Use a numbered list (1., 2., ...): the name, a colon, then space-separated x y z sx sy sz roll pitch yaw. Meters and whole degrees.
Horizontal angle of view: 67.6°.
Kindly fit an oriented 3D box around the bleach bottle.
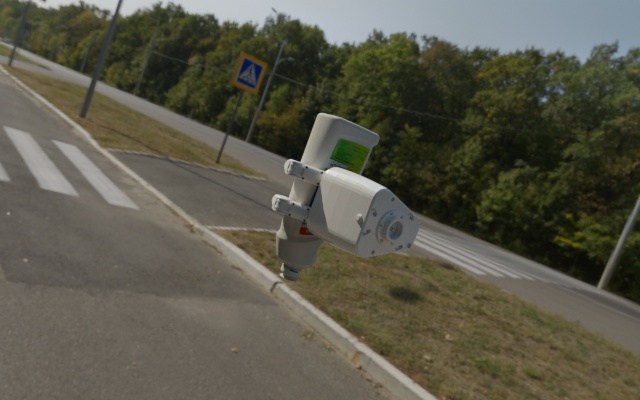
1. bleach bottle: 0.000 0.002 0.724 0.102 0.251 0.068 16 6 -39
